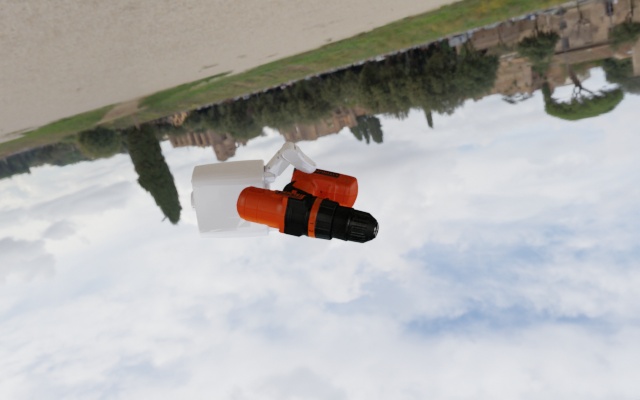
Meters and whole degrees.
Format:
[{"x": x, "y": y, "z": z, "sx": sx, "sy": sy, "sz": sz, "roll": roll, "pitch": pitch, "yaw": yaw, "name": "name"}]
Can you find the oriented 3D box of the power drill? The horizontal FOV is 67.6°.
[{"x": 0.000, "y": 0.002, "z": 0.665, "sx": 0.184, "sy": 0.057, "sz": 0.187, "roll": 13, "pitch": 15, "yaw": 12, "name": "power drill"}]
